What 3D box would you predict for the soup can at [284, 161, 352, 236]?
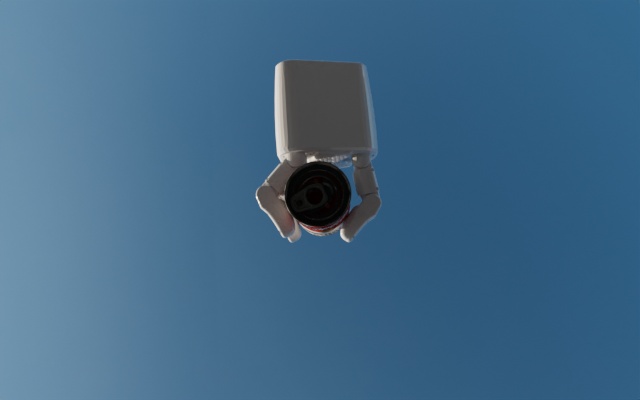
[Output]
[{"bbox_3d":[0.000,0.002,0.528,0.068,0.068,0.102,0,-10,3],"label":"soup can"}]
